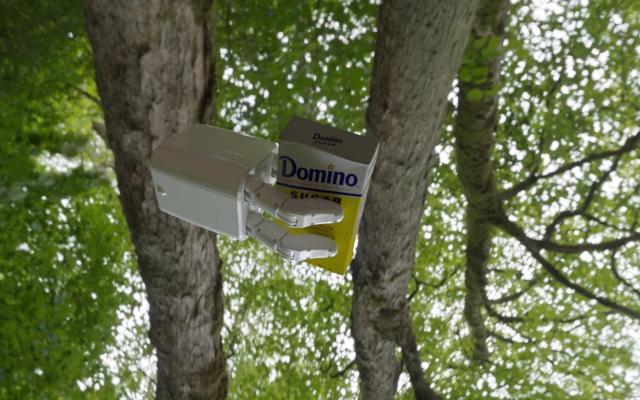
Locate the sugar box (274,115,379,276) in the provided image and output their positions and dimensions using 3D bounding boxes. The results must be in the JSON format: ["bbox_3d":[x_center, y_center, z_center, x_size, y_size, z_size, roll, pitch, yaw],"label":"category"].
[{"bbox_3d":[0.000,0.002,0.513,0.093,0.048,0.176,18,-41,11],"label":"sugar box"}]
